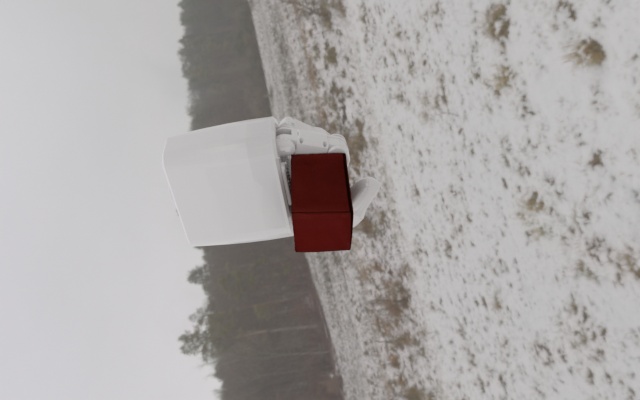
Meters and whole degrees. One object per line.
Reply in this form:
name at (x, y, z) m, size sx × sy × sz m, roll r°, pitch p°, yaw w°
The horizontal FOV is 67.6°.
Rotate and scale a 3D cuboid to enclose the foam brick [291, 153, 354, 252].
foam brick at (0.000, 0.002, 0.431) m, size 0.051 × 0.053 × 0.078 m, roll -2°, pitch 45°, yaw -2°
